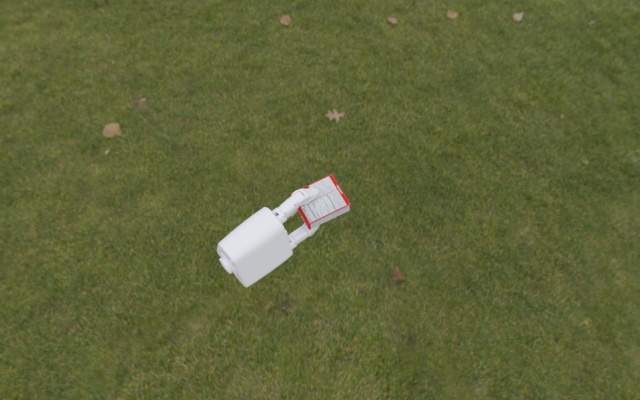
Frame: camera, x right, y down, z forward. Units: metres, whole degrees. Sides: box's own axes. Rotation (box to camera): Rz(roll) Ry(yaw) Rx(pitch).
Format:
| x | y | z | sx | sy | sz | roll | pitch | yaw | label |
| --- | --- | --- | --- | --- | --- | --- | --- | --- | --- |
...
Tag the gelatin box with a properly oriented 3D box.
| x | y | z | sx | sy | sz | roll | pitch | yaw | label |
| --- | --- | --- | --- | --- | --- | --- | --- | --- | --- |
| 0.000 | 0.003 | 0.884 | 0.089 | 0.073 | 0.030 | -26 | -25 | -11 | gelatin box |
